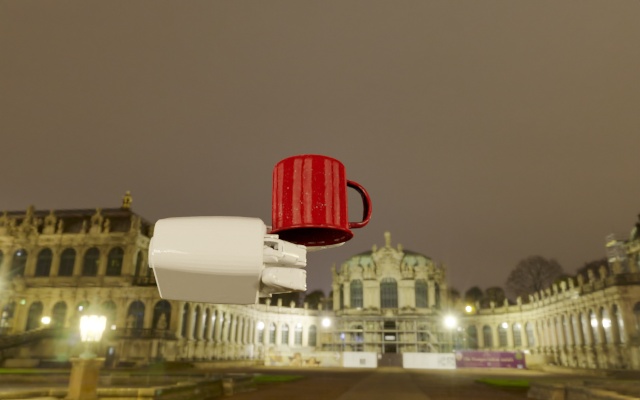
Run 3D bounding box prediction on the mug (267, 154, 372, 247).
[{"bbox_3d":[0.002,0.002,0.523,0.117,0.081,0.093,3,-18,-11],"label":"mug"}]
